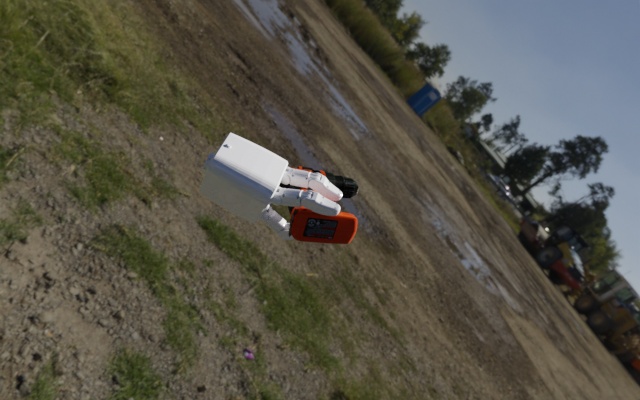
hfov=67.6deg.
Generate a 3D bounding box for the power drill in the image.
[{"bbox_3d":[0.000,0.003,0.825,0.184,0.057,0.187,4,26,-18],"label":"power drill"}]
